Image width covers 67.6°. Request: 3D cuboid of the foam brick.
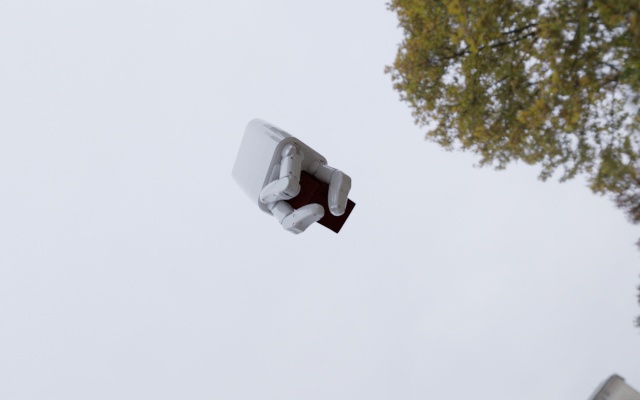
[{"bbox_3d":[0.000,0.002,0.664,0.078,0.053,0.051,31,4,-42],"label":"foam brick"}]
